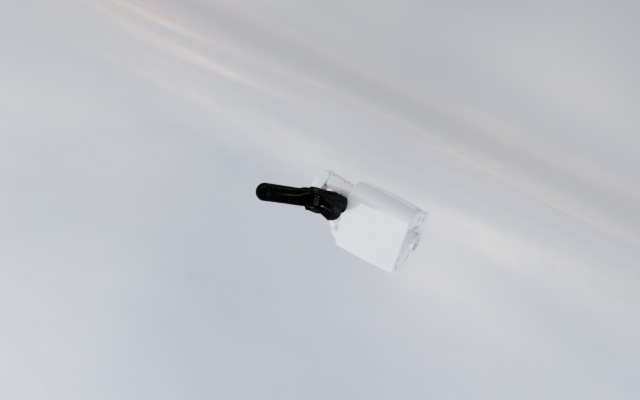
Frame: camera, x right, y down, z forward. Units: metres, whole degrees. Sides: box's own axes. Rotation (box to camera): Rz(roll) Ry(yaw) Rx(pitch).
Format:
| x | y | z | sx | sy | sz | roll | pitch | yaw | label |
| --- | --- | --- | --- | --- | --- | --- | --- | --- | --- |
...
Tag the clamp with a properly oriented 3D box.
| x | y | z | sx | sy | sz | roll | pitch | yaw | label |
| --- | --- | --- | --- | --- | --- | --- | --- | --- | --- |
| 0.000 | 0.003 | 0.681 | 0.120 | 0.039 | 0.171 | 24 | 12 | 27 | clamp |
